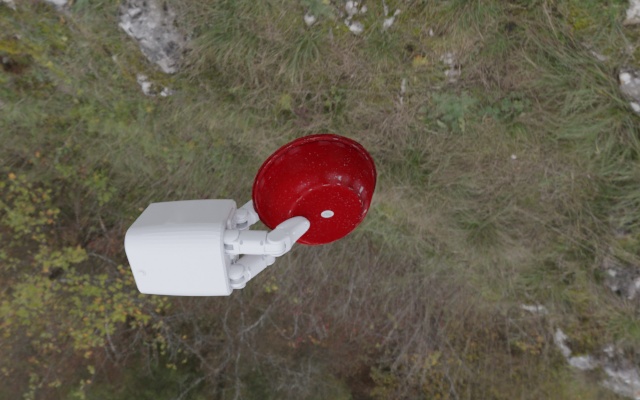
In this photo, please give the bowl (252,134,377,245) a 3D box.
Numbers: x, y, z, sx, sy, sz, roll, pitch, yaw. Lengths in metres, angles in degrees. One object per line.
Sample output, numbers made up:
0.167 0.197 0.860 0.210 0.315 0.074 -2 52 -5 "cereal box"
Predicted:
0.001 0.002 0.580 0.162 0.162 0.055 0 37 -18 "bowl"
